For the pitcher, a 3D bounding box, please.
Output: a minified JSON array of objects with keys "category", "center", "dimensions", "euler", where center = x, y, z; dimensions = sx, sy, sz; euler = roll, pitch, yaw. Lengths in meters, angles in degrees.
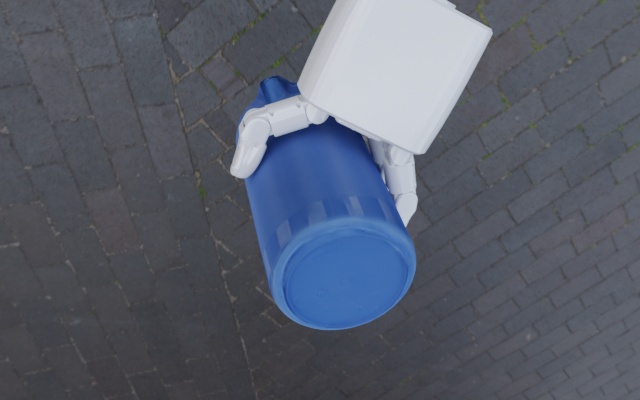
[{"category":"pitcher","center":[0.000,0.001,0.439],"dimensions":[0.149,0.145,0.242],"euler":[17,27,-23]}]
